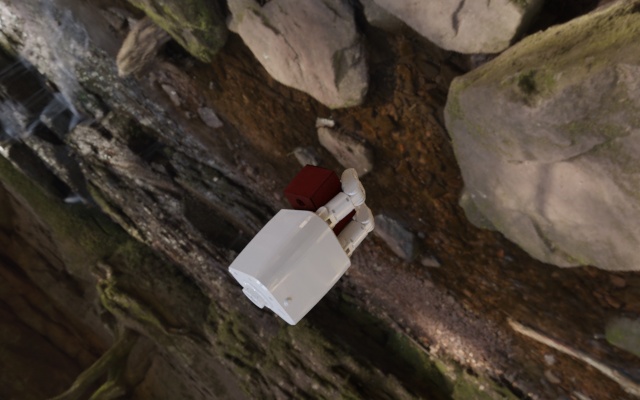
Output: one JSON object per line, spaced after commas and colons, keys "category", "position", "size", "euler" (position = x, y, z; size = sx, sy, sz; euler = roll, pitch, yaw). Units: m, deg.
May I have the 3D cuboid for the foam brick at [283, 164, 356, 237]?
{"category": "foam brick", "position": [0.000, 0.002, 0.607], "size": [0.053, 0.078, 0.051], "euler": [16, 56, 46]}
